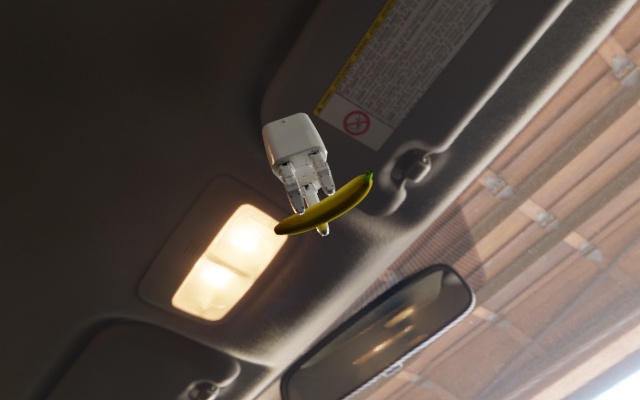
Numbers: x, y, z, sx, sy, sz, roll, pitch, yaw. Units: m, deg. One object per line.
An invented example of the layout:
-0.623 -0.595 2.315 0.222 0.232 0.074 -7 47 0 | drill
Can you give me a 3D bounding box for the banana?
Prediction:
0.012 0.007 0.797 0.198 0.037 0.070 -34 -35 17 | banana
